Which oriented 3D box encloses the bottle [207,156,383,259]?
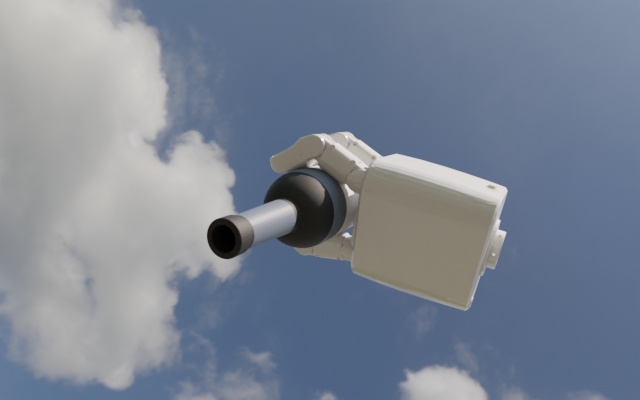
[{"bbox_3d":[0.000,0.001,0.437,0.069,0.069,0.295,0,9,25],"label":"bottle"}]
